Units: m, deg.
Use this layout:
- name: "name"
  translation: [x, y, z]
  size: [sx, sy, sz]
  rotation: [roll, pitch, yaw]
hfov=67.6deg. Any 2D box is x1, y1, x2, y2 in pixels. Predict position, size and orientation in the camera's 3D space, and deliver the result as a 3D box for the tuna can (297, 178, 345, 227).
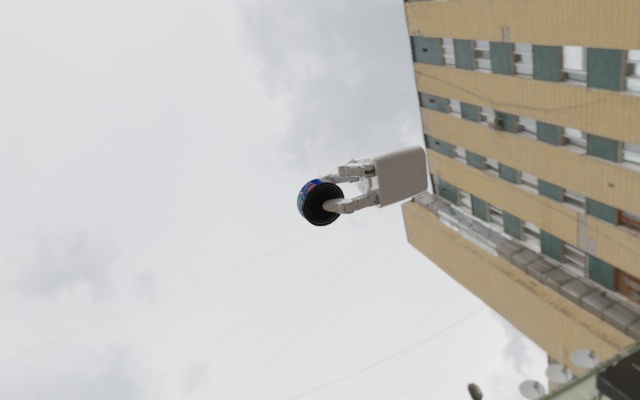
- name: "tuna can"
  translation: [0.000, 0.003, 0.881]
  size: [0.086, 0.086, 0.033]
  rotation: [0, 18, -28]
